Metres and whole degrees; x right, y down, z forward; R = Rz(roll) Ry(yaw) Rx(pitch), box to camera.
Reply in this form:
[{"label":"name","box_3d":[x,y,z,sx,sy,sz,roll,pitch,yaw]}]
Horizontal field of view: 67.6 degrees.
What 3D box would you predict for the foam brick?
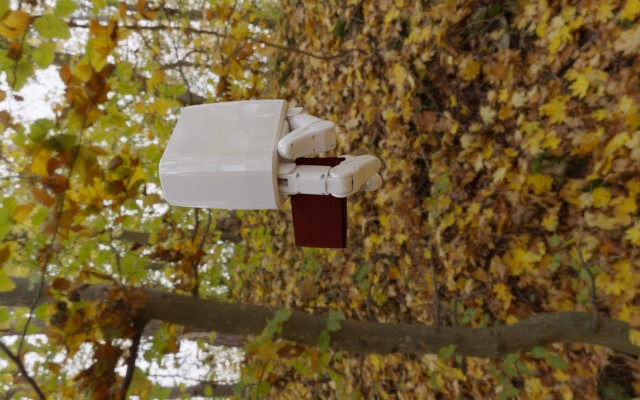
[{"label":"foam brick","box_3d":[0.000,0.002,0.475,0.051,0.078,0.053,-1,30,5]}]
